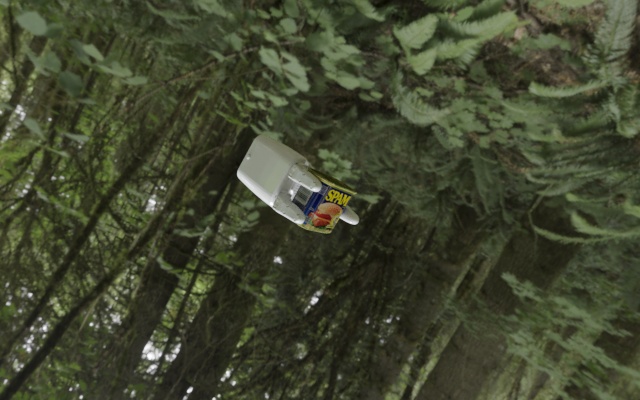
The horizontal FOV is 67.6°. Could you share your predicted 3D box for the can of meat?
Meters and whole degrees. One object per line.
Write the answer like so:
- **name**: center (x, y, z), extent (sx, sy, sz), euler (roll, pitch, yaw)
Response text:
- **can of meat**: center (0.000, 0.003, 0.772), extent (0.057, 0.084, 0.102), euler (35, 9, 31)
